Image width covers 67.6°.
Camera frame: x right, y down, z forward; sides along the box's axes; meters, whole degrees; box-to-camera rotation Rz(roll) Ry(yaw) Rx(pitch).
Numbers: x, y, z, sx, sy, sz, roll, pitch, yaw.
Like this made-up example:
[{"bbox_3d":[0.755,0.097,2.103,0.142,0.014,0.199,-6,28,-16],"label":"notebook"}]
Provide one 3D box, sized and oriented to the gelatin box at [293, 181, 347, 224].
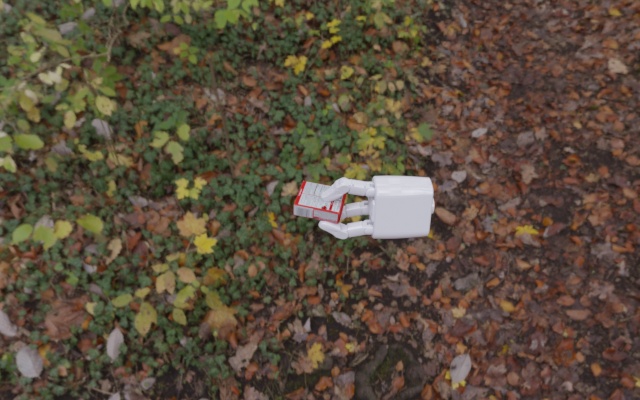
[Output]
[{"bbox_3d":[0.000,0.003,0.898,0.089,0.030,0.073,11,42,6],"label":"gelatin box"}]
